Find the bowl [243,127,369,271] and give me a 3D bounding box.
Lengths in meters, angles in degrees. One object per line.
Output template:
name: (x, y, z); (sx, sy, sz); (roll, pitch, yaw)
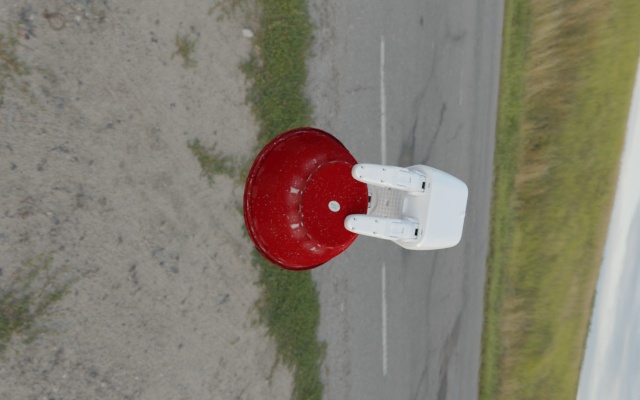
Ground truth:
bowl: (-0.001, 0.002, 0.514); (0.162, 0.162, 0.055); (0, 6, -37)
